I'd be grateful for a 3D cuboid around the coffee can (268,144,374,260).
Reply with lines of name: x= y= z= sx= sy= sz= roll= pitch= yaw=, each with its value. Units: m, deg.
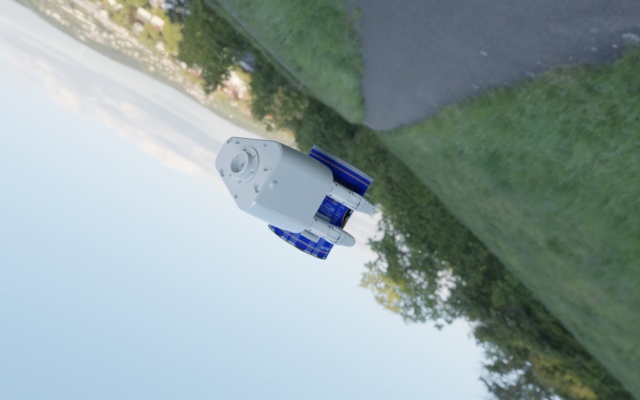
coffee can: x=0.000 y=0.002 z=0.712 sx=0.103 sy=0.140 sz=0.103 roll=30 pitch=4 yaw=-2
